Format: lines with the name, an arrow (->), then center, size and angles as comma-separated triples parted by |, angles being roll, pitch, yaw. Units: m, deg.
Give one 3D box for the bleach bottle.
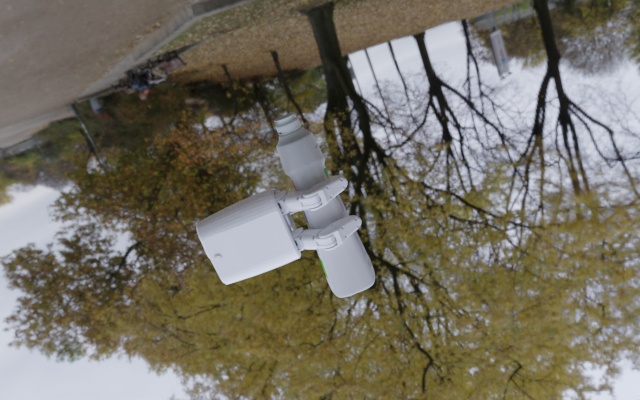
bleach bottle -> 0.000, 0.002, 0.645 | 0.068, 0.251, 0.102 | -22, 19, 2
